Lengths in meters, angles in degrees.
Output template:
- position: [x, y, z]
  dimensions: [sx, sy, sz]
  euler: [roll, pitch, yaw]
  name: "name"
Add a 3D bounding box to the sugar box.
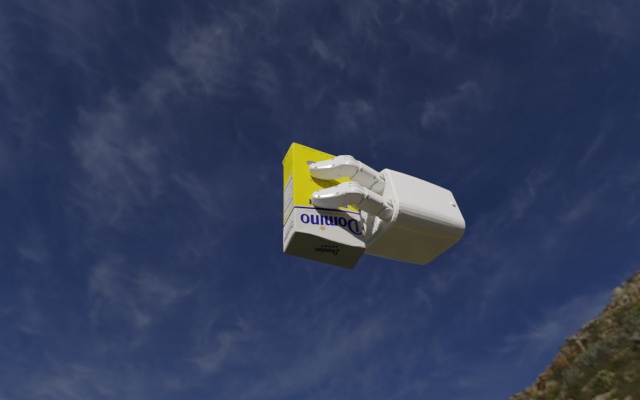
- position: [0.000, 0.002, 0.619]
  dimensions: [0.093, 0.048, 0.176]
  euler: [15, 36, -18]
  name: "sugar box"
